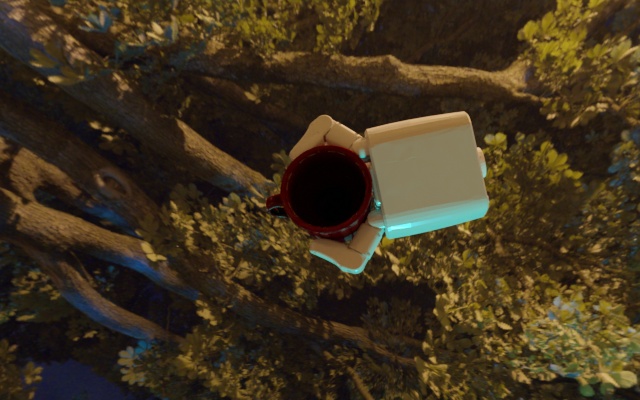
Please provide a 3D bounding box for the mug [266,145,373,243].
[{"bbox_3d":[-0.001,0.002,0.513,0.117,0.093,0.081,-11,-19,6],"label":"mug"}]
